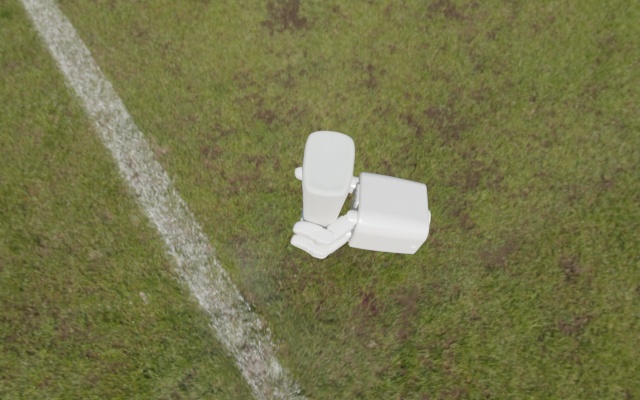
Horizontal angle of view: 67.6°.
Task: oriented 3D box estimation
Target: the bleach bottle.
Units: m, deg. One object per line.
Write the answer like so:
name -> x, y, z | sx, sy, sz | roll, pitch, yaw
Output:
bleach bottle -> 0.000, 0.002, 0.738 | 0.068, 0.102, 0.251 | 7, -25, -2
